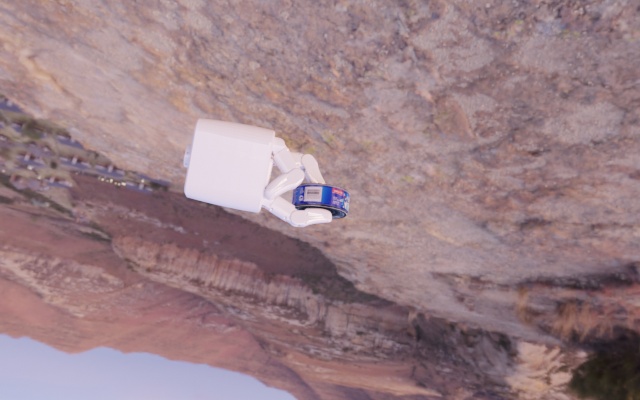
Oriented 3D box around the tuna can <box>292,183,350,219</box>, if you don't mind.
[{"bbox_3d":[0.000,0.003,0.708,0.086,0.033,0.086,5,-15,1],"label":"tuna can"}]
